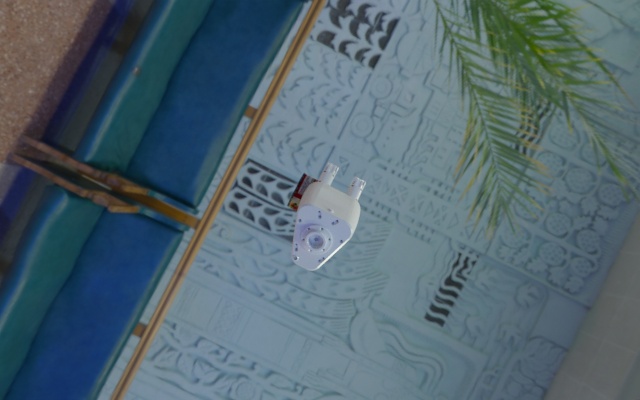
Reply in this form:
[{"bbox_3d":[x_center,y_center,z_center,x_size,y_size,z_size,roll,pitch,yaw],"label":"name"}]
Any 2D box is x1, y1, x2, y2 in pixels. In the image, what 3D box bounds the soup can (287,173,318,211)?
[{"bbox_3d":[0.000,0.003,0.860,0.102,0.068,0.068,27,-1,-1],"label":"soup can"}]
